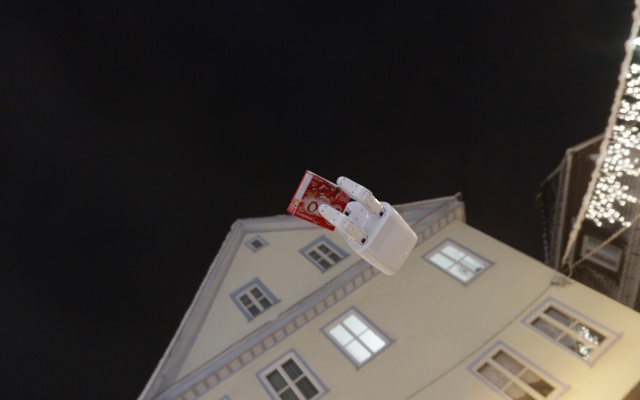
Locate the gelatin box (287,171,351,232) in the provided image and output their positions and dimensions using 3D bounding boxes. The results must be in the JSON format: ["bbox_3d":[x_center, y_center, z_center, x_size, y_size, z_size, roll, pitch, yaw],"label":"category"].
[{"bbox_3d":[0.000,0.002,0.778,0.089,0.073,0.030,25,4,-35],"label":"gelatin box"}]
